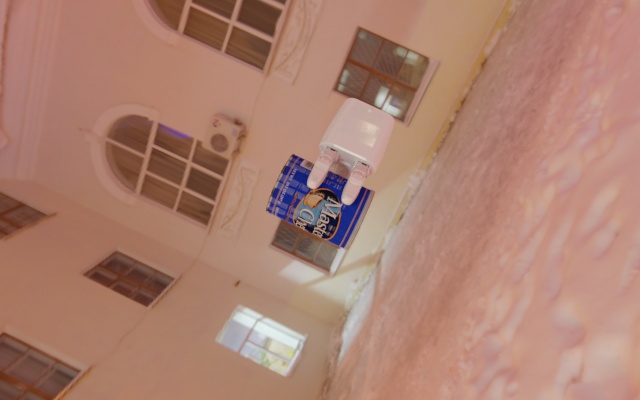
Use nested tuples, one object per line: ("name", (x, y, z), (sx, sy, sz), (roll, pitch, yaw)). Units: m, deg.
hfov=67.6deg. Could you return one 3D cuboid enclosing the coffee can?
("coffee can", (0.000, 0.003, 0.746), (0.140, 0.103, 0.103), (25, 1, 2))
